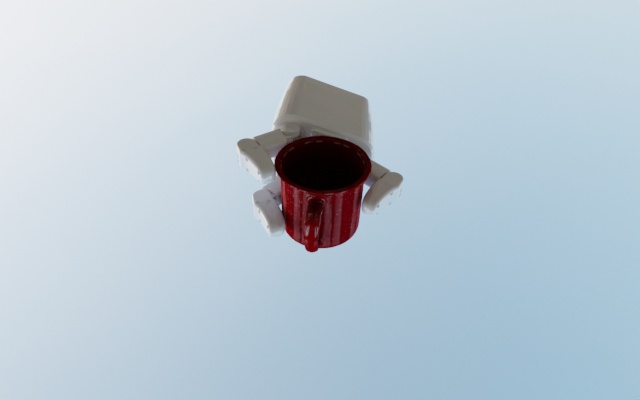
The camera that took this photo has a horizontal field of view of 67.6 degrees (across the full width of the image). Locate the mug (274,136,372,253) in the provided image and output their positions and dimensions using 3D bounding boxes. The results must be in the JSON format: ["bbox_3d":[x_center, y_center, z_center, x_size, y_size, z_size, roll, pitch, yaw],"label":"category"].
[{"bbox_3d":[0.000,0.003,0.472,0.093,0.082,0.117,5,41,3],"label":"mug"}]
